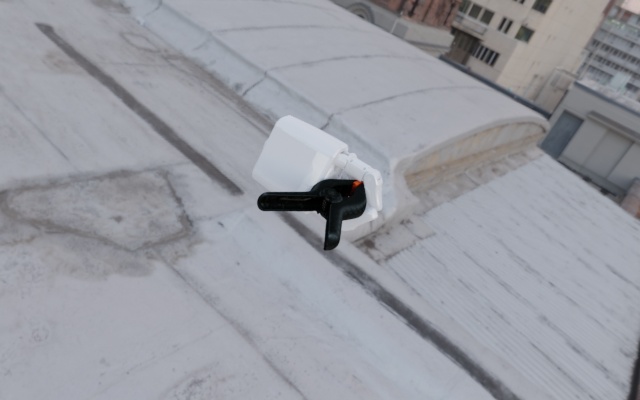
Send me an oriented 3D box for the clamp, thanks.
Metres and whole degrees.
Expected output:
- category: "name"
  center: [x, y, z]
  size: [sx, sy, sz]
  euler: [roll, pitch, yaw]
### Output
- category: "clamp"
  center: [0.000, 0.002, 0.634]
  size: [0.120, 0.039, 0.171]
  euler: [31, 29, 14]
